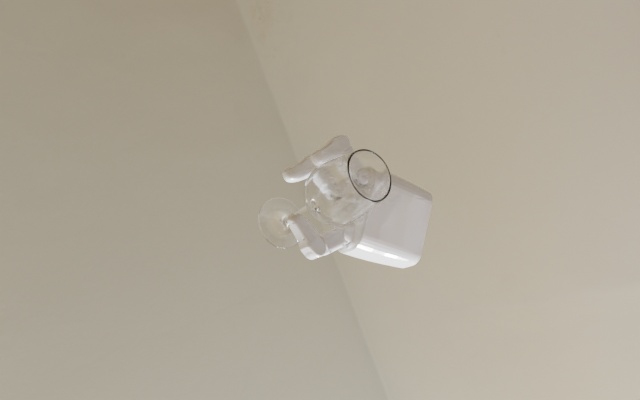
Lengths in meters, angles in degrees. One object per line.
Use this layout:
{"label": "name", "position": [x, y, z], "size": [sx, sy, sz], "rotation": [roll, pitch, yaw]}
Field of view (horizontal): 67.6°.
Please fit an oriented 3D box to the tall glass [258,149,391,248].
{"label": "tall glass", "position": [0.000, 0.002, 0.597], "size": [0.079, 0.079, 0.201], "rotation": [0, -17, -35]}
